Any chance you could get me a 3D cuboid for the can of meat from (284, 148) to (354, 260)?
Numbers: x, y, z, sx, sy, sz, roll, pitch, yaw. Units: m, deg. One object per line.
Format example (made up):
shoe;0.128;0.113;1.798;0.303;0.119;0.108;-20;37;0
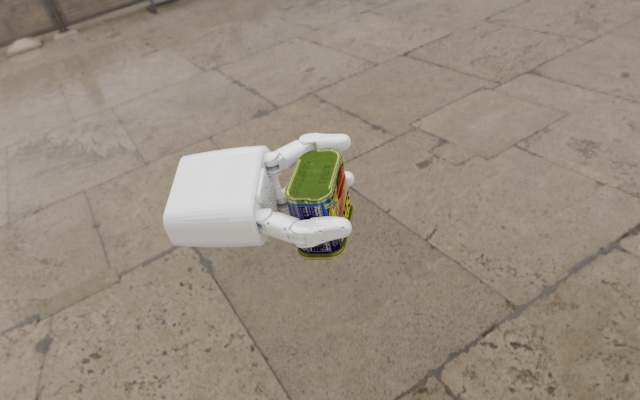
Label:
can of meat;0.000;0.002;0.538;0.057;0.084;0.102;-2;38;15
